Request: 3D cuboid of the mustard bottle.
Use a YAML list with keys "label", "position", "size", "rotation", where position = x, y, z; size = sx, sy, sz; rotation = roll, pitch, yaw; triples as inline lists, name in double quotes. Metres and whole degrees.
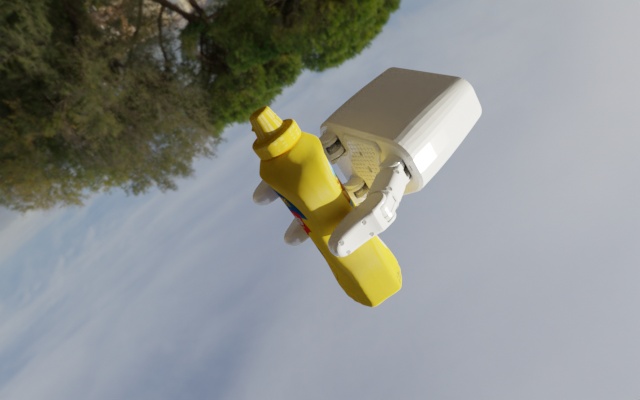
- label: "mustard bottle"
  position: [0.000, 0.002, 0.417]
  size: [0.058, 0.192, 0.096]
  rotation: [-34, 26, 0]
